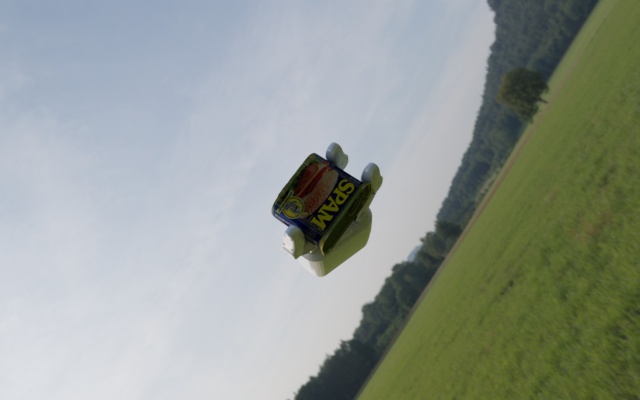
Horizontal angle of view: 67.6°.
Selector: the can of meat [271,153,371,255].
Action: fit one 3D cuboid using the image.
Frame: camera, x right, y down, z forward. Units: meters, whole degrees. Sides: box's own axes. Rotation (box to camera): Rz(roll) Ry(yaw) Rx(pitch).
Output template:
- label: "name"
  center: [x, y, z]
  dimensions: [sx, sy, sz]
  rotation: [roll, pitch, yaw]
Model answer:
- label: "can of meat"
  center: [0.000, 0.002, 0.596]
  dimensions: [0.084, 0.102, 0.057]
  rotation: [33, -13, 17]
